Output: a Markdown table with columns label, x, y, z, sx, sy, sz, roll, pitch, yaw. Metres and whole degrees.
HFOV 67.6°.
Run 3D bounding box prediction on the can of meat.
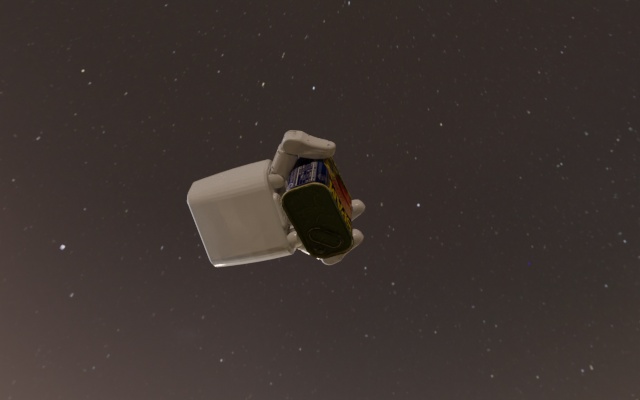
| label | x | y | z | sx | sy | sz | roll | pitch | yaw |
| --- | --- | --- | --- | --- | --- | --- | --- | --- | --- |
| can of meat | 0.000 | 0.002 | 0.558 | 0.057 | 0.102 | 0.084 | -17 | 32 | 15 |
